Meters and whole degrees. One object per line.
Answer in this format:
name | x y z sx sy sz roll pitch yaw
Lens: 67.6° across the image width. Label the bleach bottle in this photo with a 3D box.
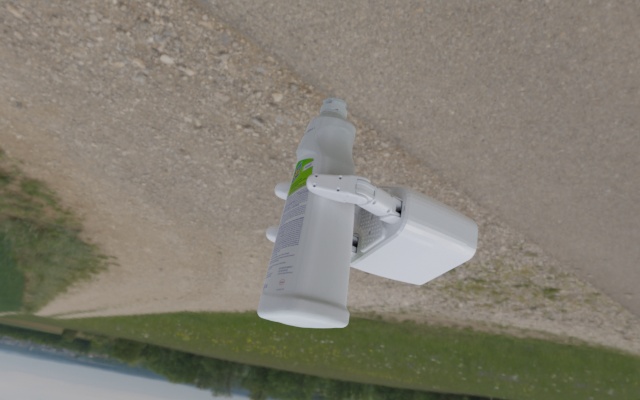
bleach bottle | 0.000 0.002 0.503 0.068 0.250 0.102 21 -23 -27
